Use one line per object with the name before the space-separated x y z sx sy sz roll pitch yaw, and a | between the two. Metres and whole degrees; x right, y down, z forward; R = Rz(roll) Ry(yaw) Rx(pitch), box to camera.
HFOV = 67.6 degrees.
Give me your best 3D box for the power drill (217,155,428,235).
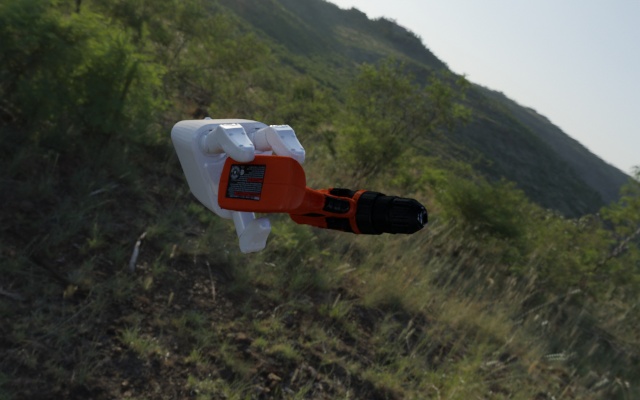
power drill | 0.000 0.002 0.515 0.184 0.057 0.188 2 -11 37
